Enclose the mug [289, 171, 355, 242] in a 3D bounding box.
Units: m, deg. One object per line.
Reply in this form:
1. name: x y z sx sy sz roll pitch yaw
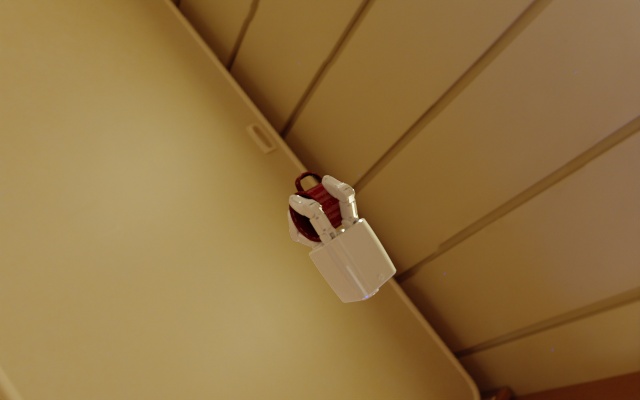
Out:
1. mug: -0.001 0.001 0.824 0.081 0.117 0.093 -31 -3 -39
